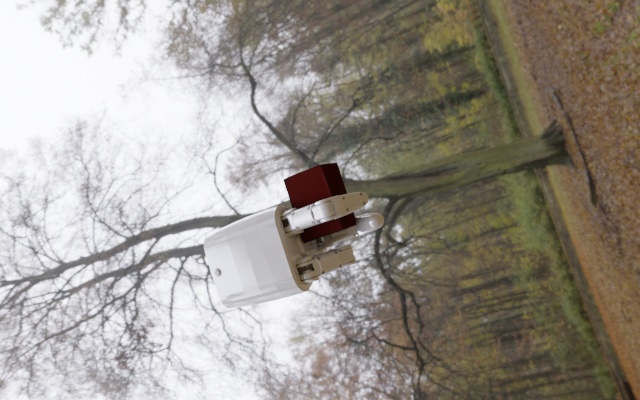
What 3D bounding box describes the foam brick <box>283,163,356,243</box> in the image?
[{"bbox_3d":[0.000,0.001,0.544,0.051,0.078,0.053,-19,-3,23],"label":"foam brick"}]
